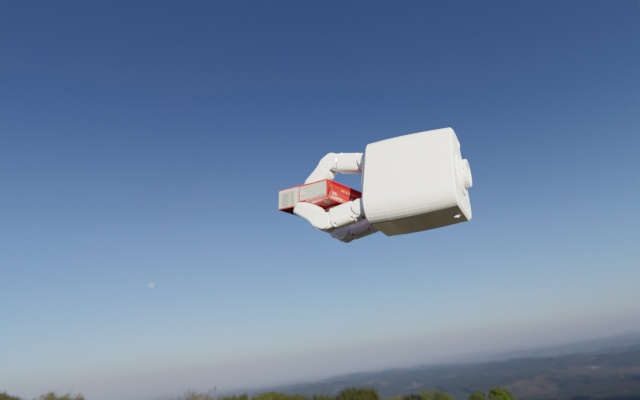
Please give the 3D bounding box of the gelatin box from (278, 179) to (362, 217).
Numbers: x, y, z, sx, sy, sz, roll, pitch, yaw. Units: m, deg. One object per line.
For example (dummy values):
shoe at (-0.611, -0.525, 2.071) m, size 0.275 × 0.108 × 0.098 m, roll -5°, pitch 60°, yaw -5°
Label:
gelatin box at (0.000, 0.002, 0.633) m, size 0.089 × 0.030 × 0.073 m, roll -13°, pitch -22°, yaw 38°
